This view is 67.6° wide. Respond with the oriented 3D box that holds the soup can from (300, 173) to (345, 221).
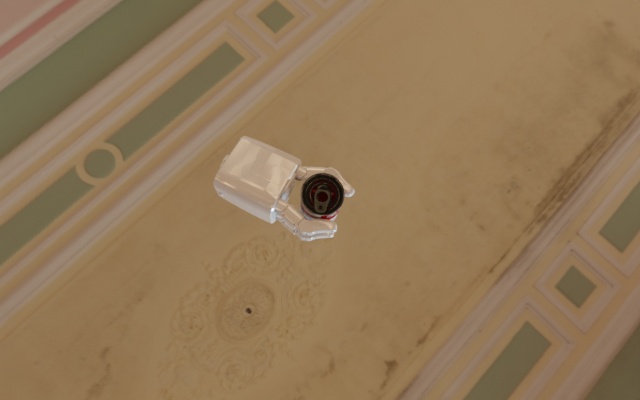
[{"bbox_3d":[0.001,0.003,0.778,0.068,0.068,0.102,0,-14,-4],"label":"soup can"}]
